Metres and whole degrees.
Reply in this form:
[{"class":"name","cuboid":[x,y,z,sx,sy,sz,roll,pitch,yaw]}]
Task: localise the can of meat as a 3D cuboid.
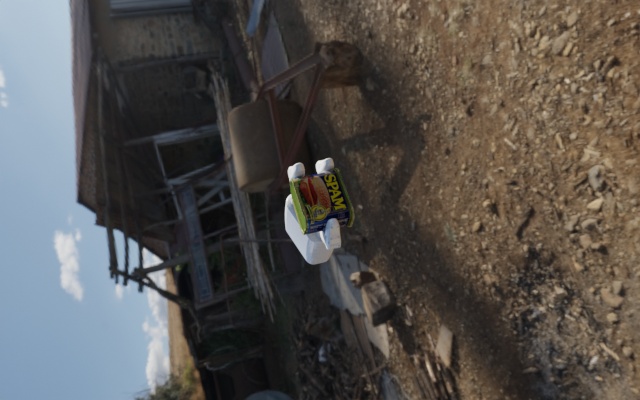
[{"class":"can of meat","cuboid":[0.000,0.003,0.807,0.084,0.102,0.057,-12,-27,-14]}]
